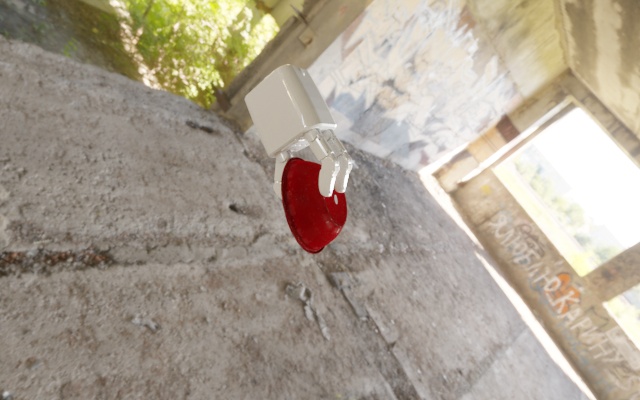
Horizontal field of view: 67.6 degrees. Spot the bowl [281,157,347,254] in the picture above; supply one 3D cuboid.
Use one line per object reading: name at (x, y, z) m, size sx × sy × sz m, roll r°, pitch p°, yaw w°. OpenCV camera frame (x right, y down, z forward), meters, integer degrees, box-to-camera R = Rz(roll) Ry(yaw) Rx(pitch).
bowl at (0.001, 0.004, 0.767) m, size 0.055 × 0.162 × 0.162 m, roll -13°, pitch -5°, yaw 23°
